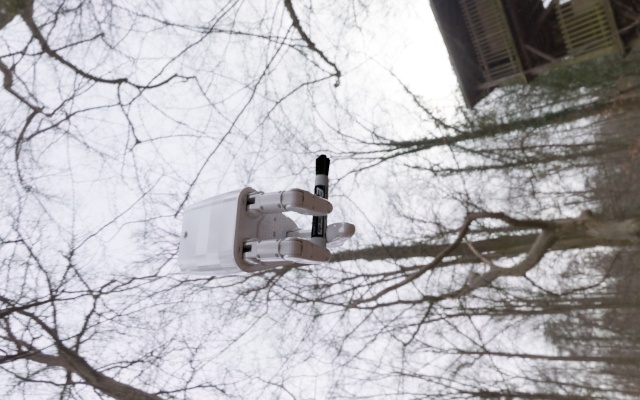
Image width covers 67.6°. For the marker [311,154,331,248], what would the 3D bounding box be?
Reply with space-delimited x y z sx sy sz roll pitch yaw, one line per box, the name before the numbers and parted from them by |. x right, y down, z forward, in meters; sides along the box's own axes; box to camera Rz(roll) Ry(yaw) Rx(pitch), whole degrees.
marker | 0.000 0.002 0.563 0.020 0.121 0.020 3 -19 1
